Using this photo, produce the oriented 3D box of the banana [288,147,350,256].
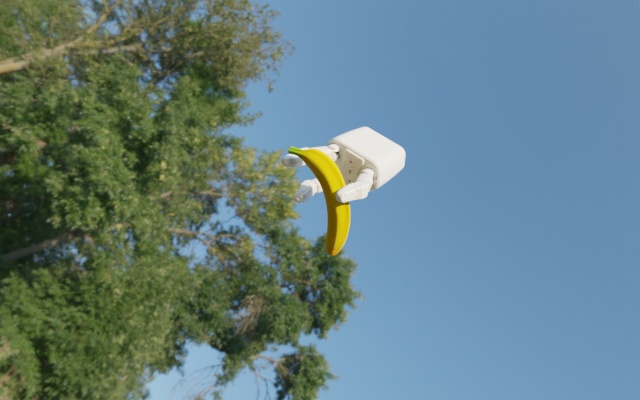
[{"bbox_3d":[0.014,-0.003,0.773,0.069,0.198,0.037,-10,16,36],"label":"banana"}]
